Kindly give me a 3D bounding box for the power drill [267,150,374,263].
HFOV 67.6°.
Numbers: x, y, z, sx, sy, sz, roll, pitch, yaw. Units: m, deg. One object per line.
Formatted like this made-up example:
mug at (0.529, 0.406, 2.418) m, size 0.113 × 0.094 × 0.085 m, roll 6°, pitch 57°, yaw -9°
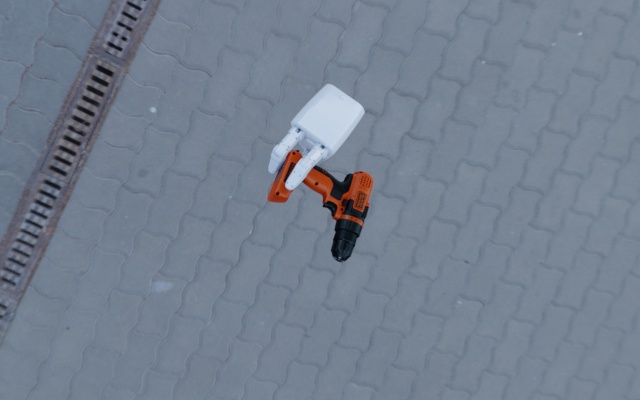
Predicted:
power drill at (0.000, 0.002, 0.892) m, size 0.188 × 0.184 × 0.057 m, roll 25°, pitch -24°, yaw -16°
